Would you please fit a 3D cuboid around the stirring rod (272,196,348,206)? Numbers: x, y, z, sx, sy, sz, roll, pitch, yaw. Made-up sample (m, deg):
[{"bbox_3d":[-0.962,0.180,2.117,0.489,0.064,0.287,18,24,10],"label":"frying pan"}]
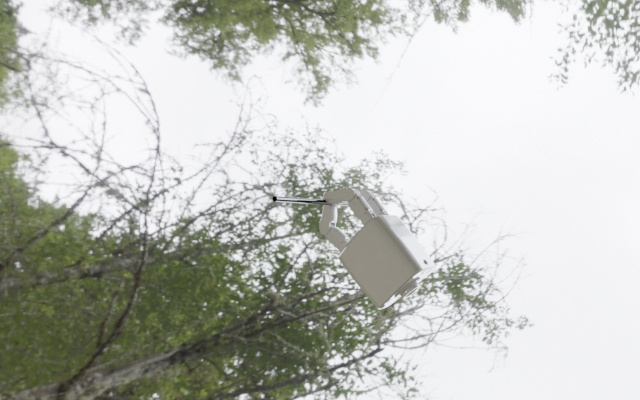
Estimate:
[{"bbox_3d":[0.000,0.003,0.756,0.011,0.011,0.239,0,-2,31],"label":"stirring rod"}]
